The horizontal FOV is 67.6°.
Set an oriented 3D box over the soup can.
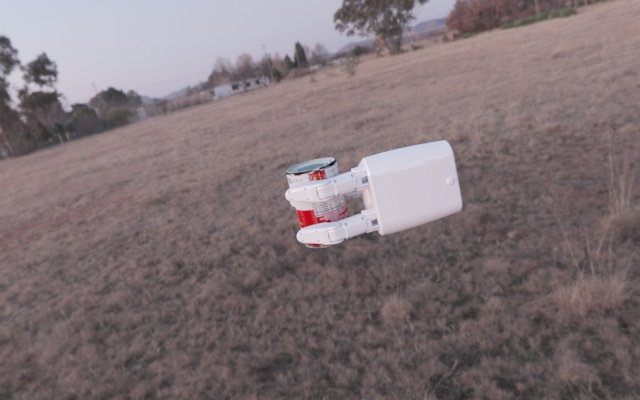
[{"bbox_3d":[0.000,0.002,0.621,0.068,0.102,0.068,-14,15,4],"label":"soup can"}]
